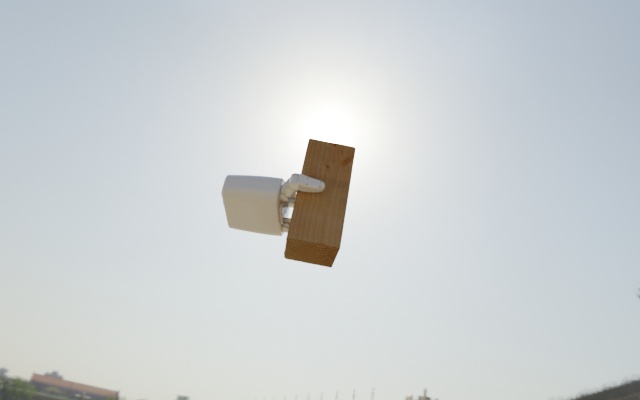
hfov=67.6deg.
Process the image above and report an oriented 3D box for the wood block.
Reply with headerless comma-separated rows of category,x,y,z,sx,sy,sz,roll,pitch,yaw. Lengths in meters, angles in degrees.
wood block,0.000,0.002,0.858,0.090,0.206,0.091,11,-30,-2
